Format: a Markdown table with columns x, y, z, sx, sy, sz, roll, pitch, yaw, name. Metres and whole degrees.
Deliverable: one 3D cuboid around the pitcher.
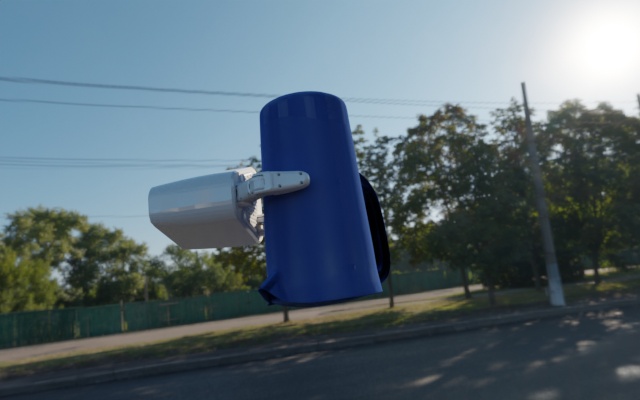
| x | y | z | sx | sy | sz | roll | pitch | yaw | name |
| --- | --- | --- | --- | --- | --- | --- | --- | --- | --- |
| 0.000 | 0.002 | 0.574 | 0.145 | 0.242 | 0.149 | -8 | -10 | 9 | pitcher |
